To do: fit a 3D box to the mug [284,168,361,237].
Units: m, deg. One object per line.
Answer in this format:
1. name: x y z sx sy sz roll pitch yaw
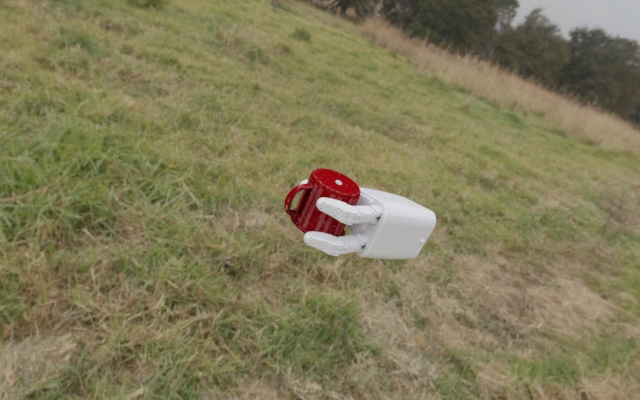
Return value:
1. mug: -0.001 0.002 0.723 0.117 0.081 0.093 8 29 -31
